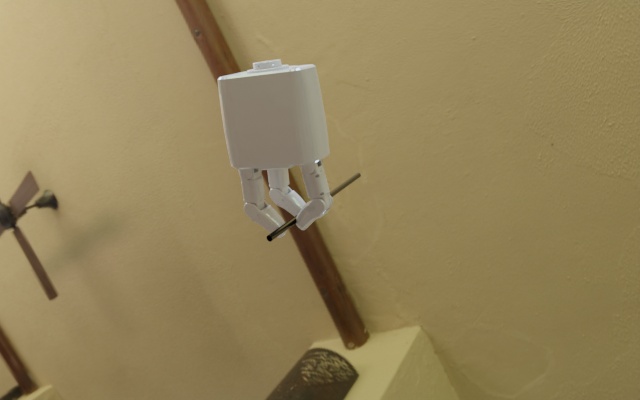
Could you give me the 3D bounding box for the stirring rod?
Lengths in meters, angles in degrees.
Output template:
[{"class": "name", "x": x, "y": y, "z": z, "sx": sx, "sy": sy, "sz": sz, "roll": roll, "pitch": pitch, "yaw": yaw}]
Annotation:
[{"class": "stirring rod", "x": 0.000, "y": 0.002, "z": 0.646, "sx": 0.011, "sy": 0.011, "sz": 0.239, "roll": 0, "pitch": 20, "yaw": 32}]
